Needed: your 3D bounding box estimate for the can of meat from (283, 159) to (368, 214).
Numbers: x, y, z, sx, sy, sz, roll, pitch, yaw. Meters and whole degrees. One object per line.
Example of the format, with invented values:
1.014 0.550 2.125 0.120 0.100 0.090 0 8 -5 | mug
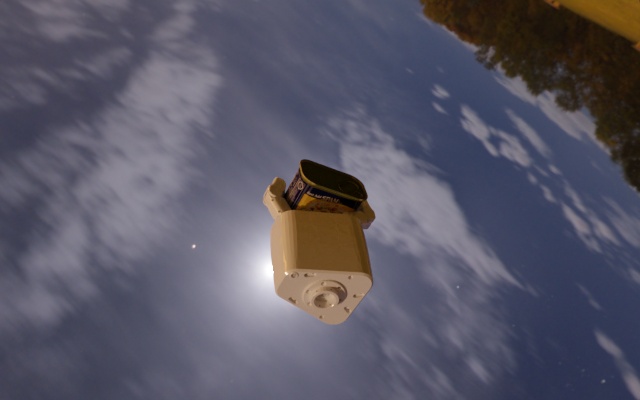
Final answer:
0.000 0.002 0.663 0.102 0.084 0.057 18 32 -23 | can of meat
